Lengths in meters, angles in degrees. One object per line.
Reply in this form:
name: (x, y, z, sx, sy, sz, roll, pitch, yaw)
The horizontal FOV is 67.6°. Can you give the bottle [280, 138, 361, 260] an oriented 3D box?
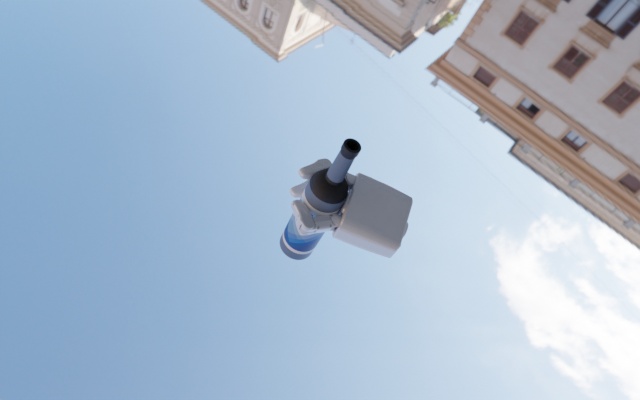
bottle: (0.000, 0.003, 0.795, 0.069, 0.069, 0.296, 0, -34, -22)
